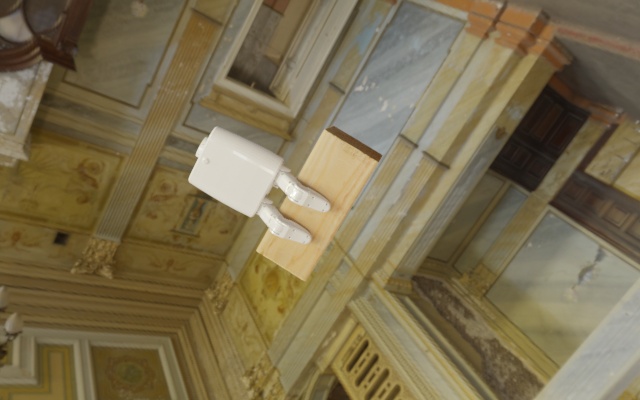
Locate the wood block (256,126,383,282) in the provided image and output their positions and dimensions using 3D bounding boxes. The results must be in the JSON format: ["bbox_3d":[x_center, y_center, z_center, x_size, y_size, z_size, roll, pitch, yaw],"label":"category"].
[{"bbox_3d":[0.000,0.002,0.713,0.090,0.206,0.091,31,16,2],"label":"wood block"}]
